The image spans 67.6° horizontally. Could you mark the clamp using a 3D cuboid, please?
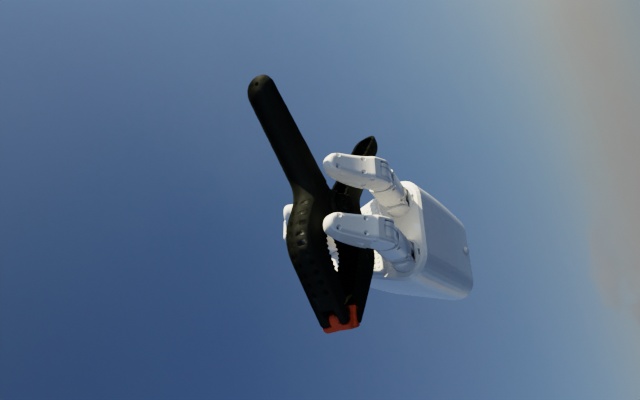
[{"bbox_3d":[0.000,0.002,0.404,0.036,0.209,0.164,-24,-36,37],"label":"clamp"}]
